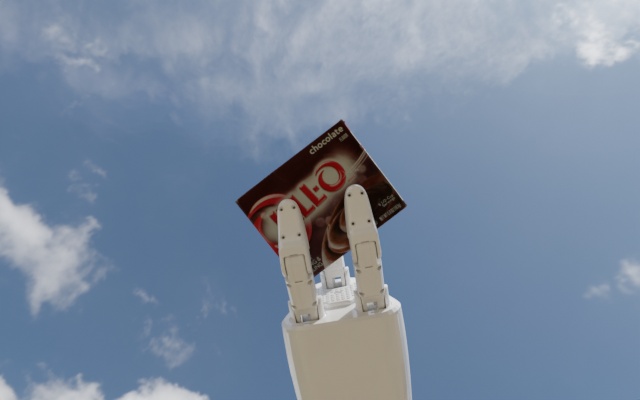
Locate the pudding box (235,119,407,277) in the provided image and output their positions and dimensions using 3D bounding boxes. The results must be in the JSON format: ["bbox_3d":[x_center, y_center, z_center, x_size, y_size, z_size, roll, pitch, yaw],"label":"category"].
[{"bbox_3d":[0.000,0.001,0.404,0.113,0.090,0.039,-38,5,2],"label":"pudding box"}]
